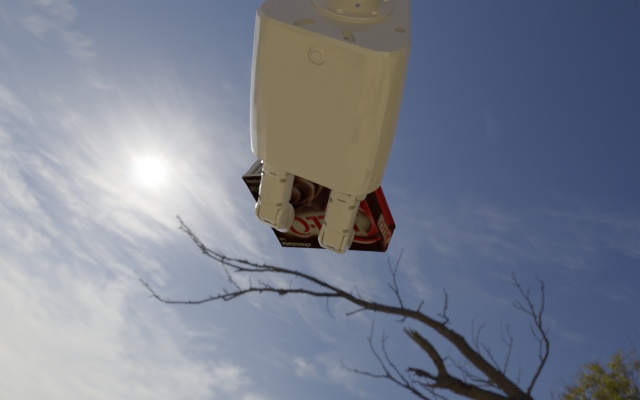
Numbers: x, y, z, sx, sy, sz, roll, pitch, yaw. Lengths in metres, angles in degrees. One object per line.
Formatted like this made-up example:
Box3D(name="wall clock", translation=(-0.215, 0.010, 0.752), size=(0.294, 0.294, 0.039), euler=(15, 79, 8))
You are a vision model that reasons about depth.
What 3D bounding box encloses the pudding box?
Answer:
Box3D(name="pudding box", translation=(0.000, 0.001, 0.420), size=(0.113, 0.090, 0.039), euler=(1, 42, 33))
